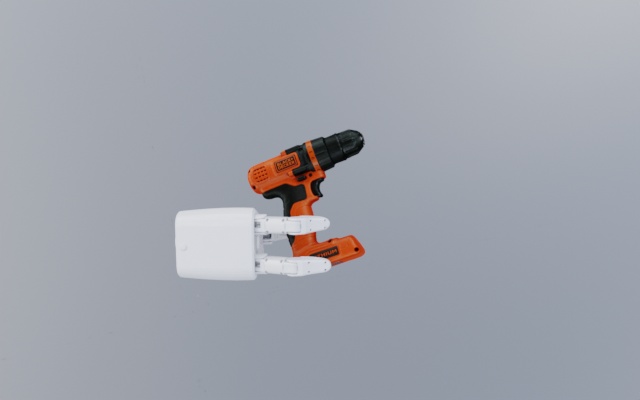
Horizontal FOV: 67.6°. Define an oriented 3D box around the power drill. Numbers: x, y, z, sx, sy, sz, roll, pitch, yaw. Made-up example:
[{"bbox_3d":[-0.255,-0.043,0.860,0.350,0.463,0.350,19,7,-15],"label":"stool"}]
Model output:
[{"bbox_3d":[0.000,0.003,0.700,0.184,0.187,0.057,-21,-15,9],"label":"power drill"}]
